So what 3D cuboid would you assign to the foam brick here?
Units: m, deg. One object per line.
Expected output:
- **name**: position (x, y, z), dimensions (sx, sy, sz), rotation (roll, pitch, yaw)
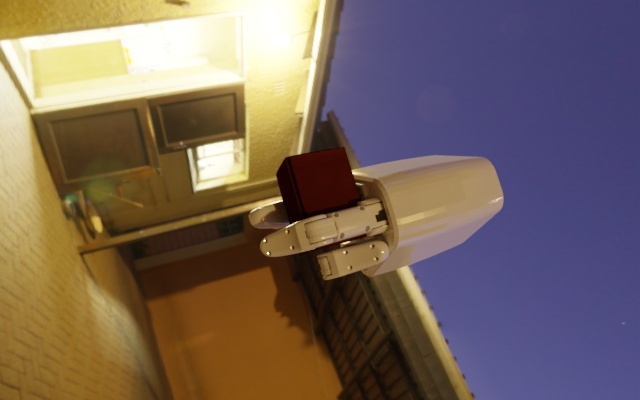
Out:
- **foam brick**: position (0.000, 0.001, 0.401), dimensions (0.051, 0.078, 0.053), rotation (-15, -6, -17)
